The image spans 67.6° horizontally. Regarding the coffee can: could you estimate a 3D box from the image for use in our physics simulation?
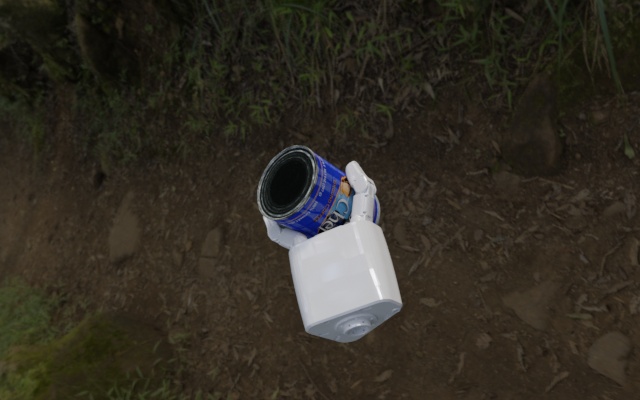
[{"bbox_3d":[0.000,0.002,0.645,0.103,0.102,0.140,0,-21,43],"label":"coffee can"}]
